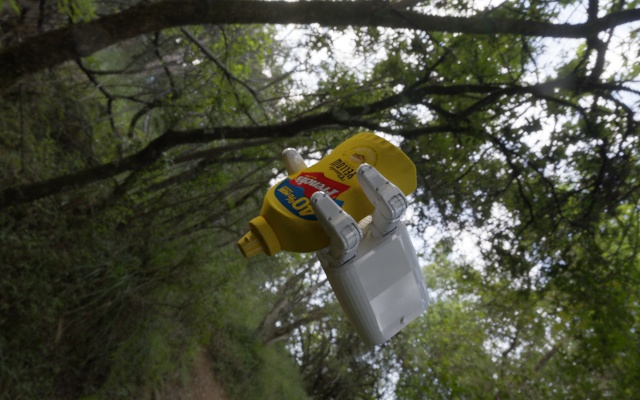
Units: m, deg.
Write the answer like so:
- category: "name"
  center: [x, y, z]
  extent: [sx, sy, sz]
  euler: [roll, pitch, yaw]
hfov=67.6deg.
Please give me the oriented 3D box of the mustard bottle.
- category: "mustard bottle"
  center: [0.000, 0.001, 0.496]
  extent: [0.191, 0.058, 0.096]
  euler: [-32, 48, -18]
